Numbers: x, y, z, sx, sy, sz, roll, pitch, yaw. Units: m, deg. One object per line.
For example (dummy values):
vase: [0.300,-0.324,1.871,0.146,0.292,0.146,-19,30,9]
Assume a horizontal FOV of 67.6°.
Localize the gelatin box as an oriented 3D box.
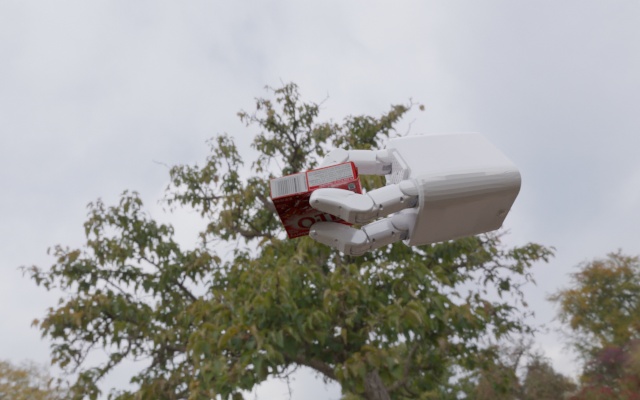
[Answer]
gelatin box: [0.000,0.001,0.493,0.089,0.030,0.073,-12,-38,5]
